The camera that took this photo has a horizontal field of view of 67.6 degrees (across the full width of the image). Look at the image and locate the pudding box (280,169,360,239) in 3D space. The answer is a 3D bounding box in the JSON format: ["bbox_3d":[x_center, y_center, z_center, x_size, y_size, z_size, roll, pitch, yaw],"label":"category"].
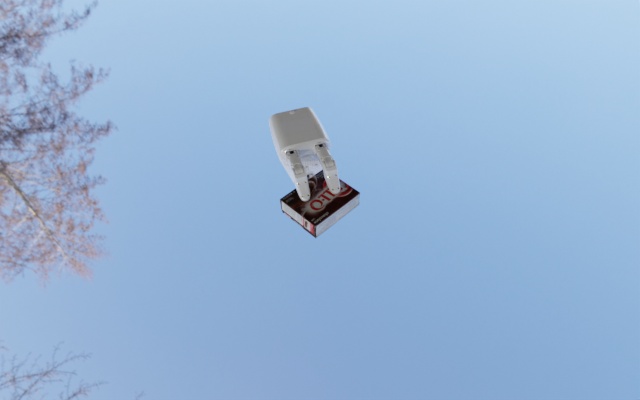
[{"bbox_3d":[0.000,0.003,0.839,0.113,0.039,0.090,-38,55,-26],"label":"pudding box"}]
